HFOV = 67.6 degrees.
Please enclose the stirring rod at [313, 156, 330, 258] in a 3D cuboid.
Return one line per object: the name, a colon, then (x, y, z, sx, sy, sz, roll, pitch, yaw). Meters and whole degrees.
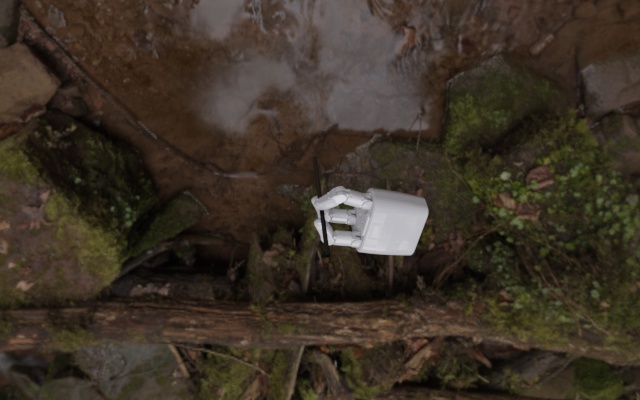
stirring rod: (0.000, 0.003, 0.836, 0.011, 0.239, 0.011, -4, -45, -4)
